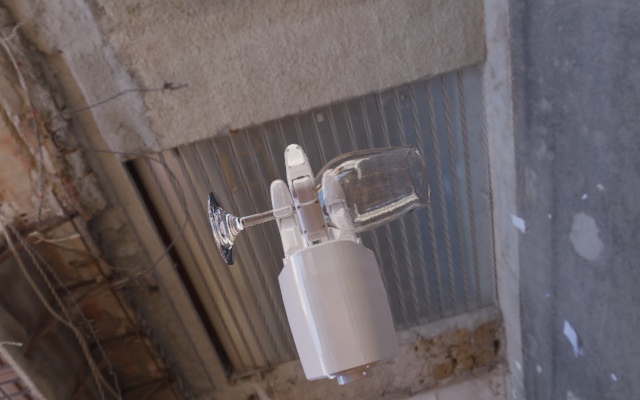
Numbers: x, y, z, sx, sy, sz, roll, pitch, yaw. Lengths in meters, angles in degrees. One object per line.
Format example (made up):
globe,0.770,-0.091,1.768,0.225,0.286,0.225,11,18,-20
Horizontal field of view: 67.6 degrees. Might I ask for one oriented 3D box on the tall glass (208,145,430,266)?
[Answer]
tall glass,-0.001,0.002,0.462,0.201,0.079,0.079,-15,0,-1
